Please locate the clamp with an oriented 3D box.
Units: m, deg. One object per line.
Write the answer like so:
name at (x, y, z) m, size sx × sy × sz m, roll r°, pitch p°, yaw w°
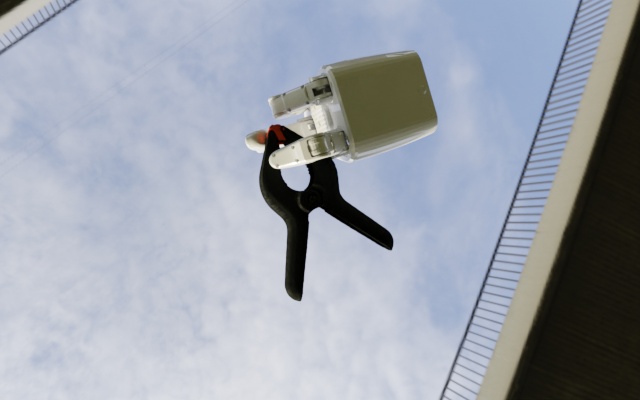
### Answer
clamp at (0.000, 0.001, 0.477) m, size 0.120 × 0.171 × 0.039 m, roll -18°, pitch 3°, yaw -19°
